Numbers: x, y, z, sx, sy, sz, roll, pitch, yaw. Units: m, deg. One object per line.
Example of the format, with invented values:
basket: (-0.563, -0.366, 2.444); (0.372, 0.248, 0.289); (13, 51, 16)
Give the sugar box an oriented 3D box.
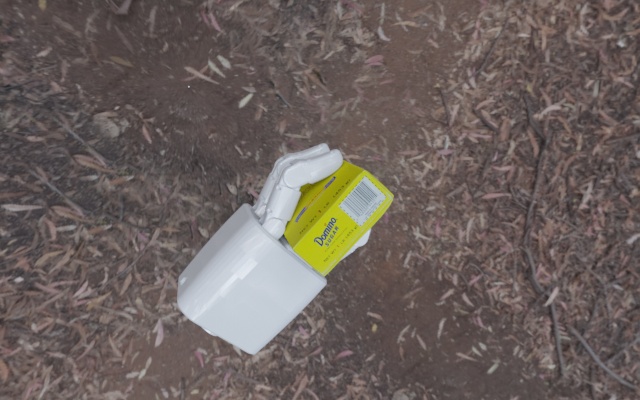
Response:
sugar box: (0.000, 0.001, 0.481); (0.048, 0.093, 0.176); (43, -1, -20)
